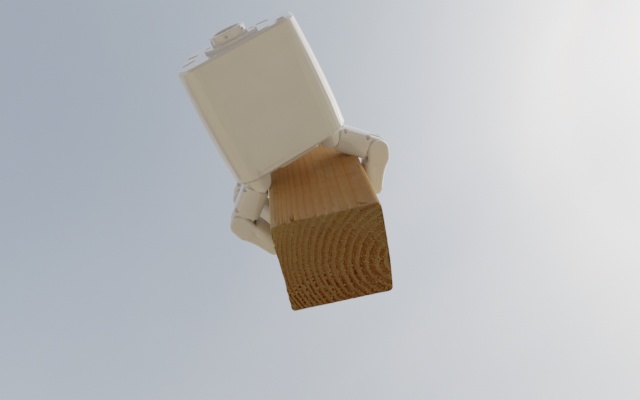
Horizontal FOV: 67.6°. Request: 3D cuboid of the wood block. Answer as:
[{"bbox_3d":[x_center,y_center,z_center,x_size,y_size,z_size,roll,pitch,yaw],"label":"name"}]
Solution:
[{"bbox_3d":[0.000,0.001,0.476,0.091,0.090,0.206,-12,29,0],"label":"wood block"}]
